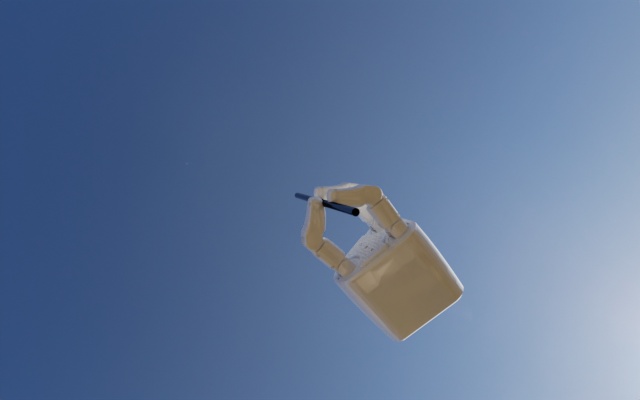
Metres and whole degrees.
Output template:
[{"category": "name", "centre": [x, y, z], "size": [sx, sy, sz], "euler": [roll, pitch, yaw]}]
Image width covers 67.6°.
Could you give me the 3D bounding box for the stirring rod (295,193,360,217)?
[{"category": "stirring rod", "centre": [0.000, 0.002, 0.554], "size": [0.011, 0.011, 0.239], "euler": [0, 4, -16]}]
